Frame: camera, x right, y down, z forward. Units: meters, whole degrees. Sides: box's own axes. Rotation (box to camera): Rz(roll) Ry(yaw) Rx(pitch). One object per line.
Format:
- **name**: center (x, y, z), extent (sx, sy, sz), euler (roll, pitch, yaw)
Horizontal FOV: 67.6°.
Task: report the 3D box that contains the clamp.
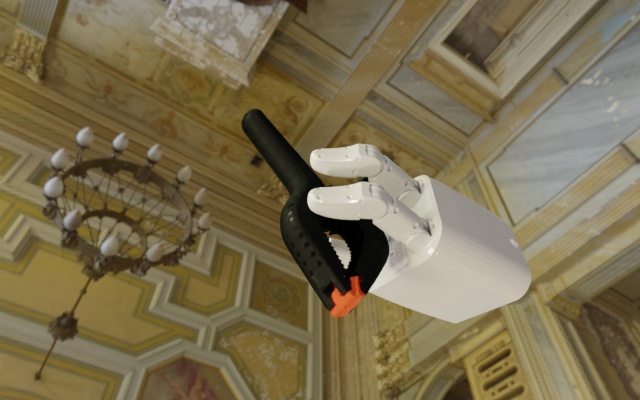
- **clamp**: center (0.000, 0.002, 0.406), extent (0.164, 0.036, 0.209), euler (22, 35, -16)
